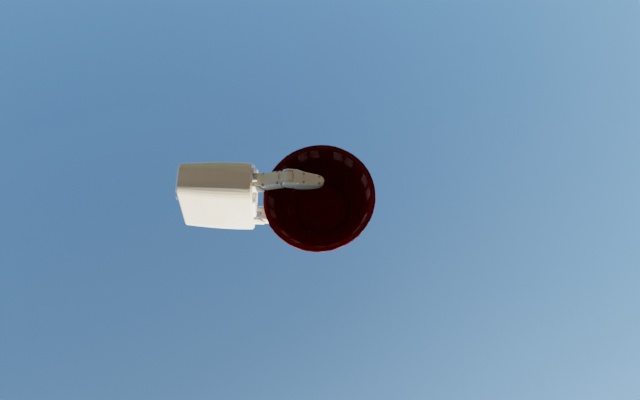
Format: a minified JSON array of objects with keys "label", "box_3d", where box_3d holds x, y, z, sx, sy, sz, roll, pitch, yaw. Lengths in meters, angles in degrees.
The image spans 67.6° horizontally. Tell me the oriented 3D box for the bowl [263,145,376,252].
[{"label":"bowl","box_3d":[0.001,0.003,0.702,0.162,0.162,0.055,0,-19,7]}]
